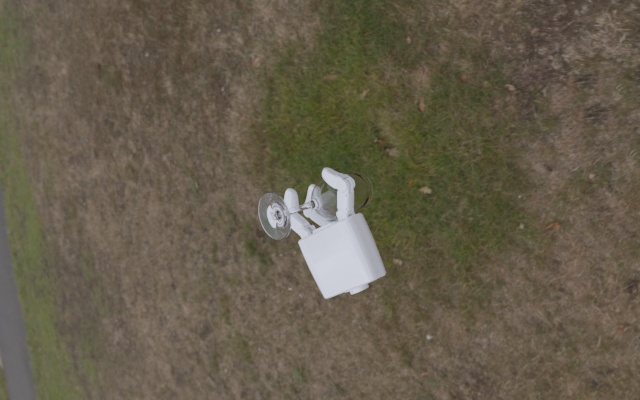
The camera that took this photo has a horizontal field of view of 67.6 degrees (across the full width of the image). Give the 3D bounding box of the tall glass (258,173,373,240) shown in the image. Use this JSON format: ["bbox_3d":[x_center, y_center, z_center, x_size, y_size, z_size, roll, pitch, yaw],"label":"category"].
[{"bbox_3d":[0.000,0.003,0.782,0.201,0.079,0.079,-18,12,-43],"label":"tall glass"}]
